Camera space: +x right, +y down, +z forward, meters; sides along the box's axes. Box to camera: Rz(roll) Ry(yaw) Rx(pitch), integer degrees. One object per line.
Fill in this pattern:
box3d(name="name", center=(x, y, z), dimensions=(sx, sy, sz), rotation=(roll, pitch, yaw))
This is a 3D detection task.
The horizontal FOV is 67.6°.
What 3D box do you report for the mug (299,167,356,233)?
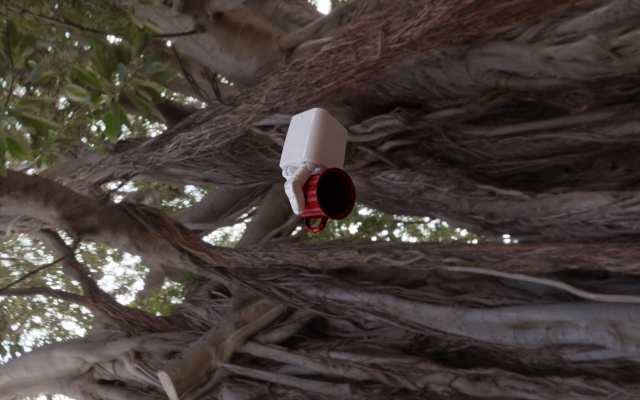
box3d(name="mug", center=(0.000, 0.004, 0.858), dimensions=(0.093, 0.117, 0.081), rotation=(24, -20, -35))
